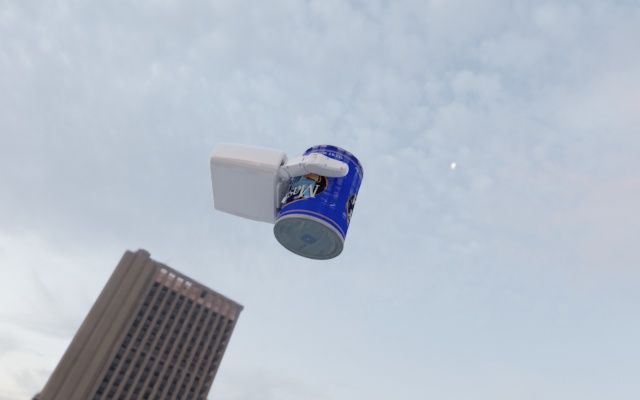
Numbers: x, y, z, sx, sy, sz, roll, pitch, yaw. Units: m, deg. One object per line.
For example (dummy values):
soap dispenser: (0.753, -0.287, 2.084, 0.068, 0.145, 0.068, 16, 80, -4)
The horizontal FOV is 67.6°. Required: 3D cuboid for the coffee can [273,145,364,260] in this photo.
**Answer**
coffee can: (0.000, 0.002, 0.709, 0.103, 0.140, 0.103, 12, -37, 9)
